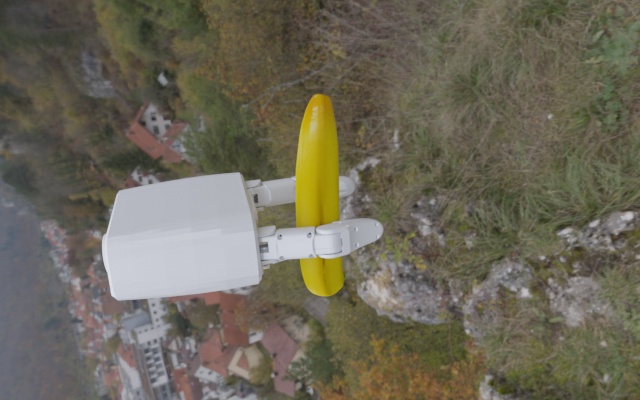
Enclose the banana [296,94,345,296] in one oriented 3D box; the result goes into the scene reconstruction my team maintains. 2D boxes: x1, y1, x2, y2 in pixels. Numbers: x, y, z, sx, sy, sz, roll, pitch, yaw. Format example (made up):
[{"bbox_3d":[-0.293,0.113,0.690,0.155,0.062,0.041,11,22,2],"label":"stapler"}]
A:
[{"bbox_3d":[-0.001,0.014,0.402,0.037,0.198,0.069,-1,33,4],"label":"banana"}]
